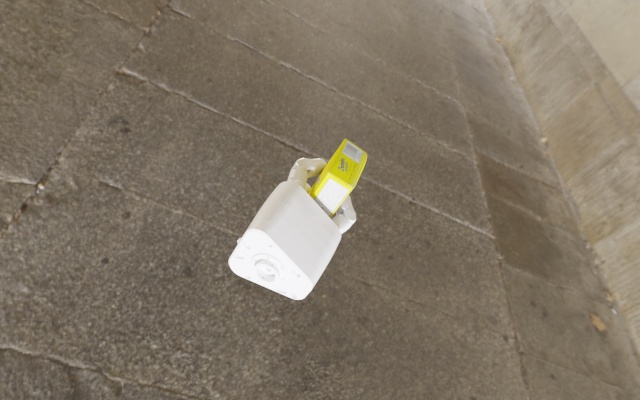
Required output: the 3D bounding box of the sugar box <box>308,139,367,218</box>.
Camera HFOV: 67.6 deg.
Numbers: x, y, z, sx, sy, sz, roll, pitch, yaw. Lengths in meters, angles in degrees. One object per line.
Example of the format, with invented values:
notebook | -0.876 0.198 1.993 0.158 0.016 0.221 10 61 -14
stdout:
sugar box | 0.000 0.002 0.697 0.048 0.176 0.093 34 40 -6
